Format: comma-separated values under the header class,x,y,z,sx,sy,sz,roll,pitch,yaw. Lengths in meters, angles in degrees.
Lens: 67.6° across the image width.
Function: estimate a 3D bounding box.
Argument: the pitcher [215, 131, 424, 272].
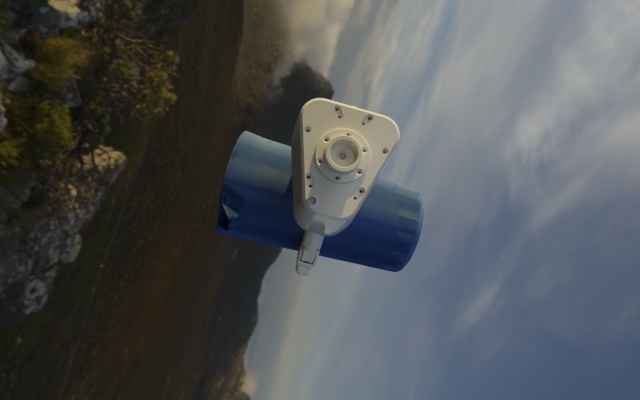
class,x,y,z,sx,sy,sz,roll,pitch,yaw
pitcher,0.000,0.002,0.609,0.243,0.149,0.145,16,-13,-2
